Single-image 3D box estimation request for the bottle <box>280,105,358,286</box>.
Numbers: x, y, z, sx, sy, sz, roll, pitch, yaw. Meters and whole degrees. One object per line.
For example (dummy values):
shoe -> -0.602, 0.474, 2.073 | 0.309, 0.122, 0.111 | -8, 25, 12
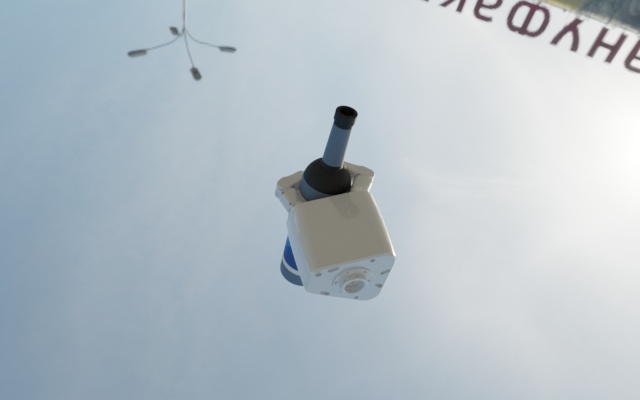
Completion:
bottle -> 0.000, 0.002, 0.657 | 0.069, 0.296, 0.069 | 9, 41, -8
